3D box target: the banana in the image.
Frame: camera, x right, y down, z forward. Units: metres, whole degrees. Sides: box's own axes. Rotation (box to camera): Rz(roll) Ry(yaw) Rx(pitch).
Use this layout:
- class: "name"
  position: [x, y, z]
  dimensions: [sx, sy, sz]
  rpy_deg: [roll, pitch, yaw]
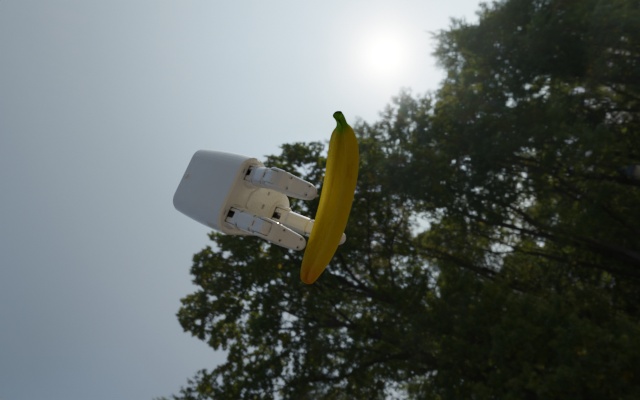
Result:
- class: "banana"
  position: [0.012, -0.003, 0.549]
  dimensions: [0.037, 0.198, 0.069]
  rpy_deg: [17, 14, 33]
